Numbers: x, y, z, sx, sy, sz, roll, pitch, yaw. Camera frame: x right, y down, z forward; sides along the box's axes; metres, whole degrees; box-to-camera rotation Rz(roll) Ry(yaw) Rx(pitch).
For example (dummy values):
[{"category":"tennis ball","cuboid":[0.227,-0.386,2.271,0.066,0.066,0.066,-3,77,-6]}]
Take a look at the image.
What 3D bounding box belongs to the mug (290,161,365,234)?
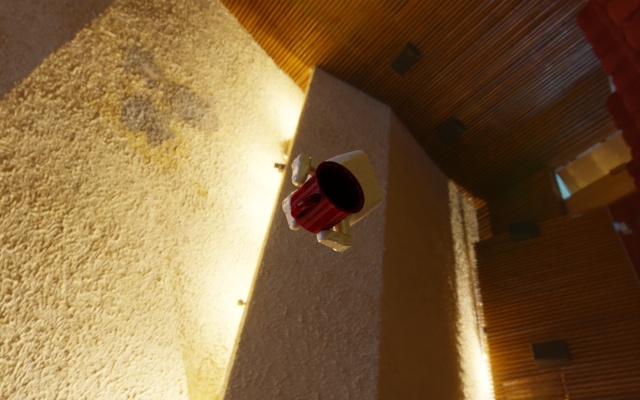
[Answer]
[{"category":"mug","cuboid":[-0.001,0.003,0.728,0.081,0.093,0.117,-40,-11,39]}]
